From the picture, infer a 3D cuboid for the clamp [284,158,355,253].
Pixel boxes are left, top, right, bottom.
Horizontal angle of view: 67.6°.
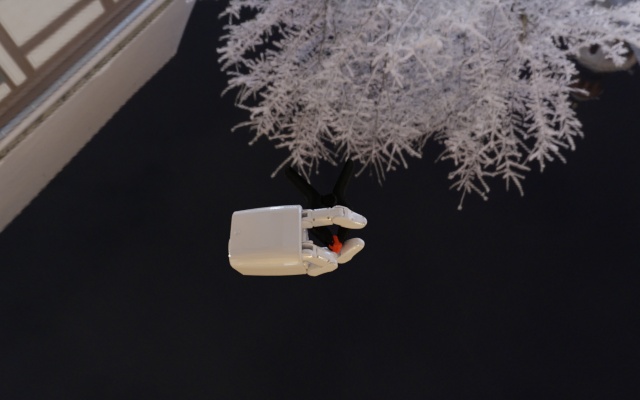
[{"bbox_3d":[0.000,0.003,0.773,0.120,0.171,0.039,-4,-34,3],"label":"clamp"}]
